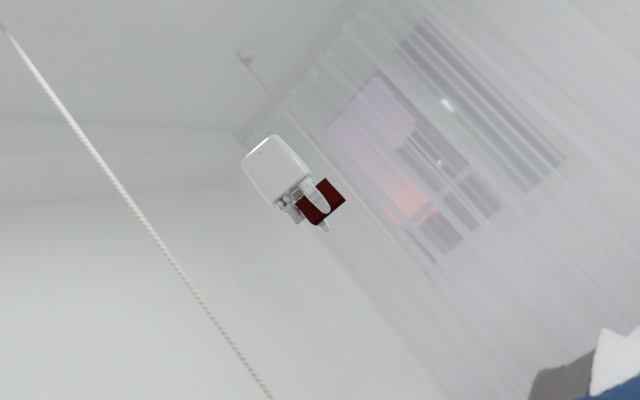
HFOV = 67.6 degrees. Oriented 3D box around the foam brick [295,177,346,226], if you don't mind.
[{"bbox_3d":[0.000,0.003,0.894,0.078,0.051,0.053,-40,-12,2],"label":"foam brick"}]
